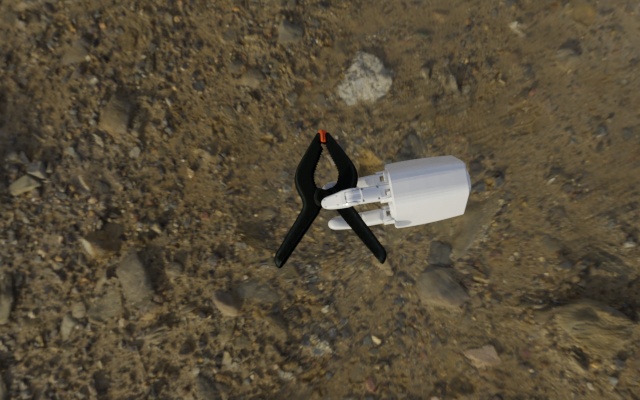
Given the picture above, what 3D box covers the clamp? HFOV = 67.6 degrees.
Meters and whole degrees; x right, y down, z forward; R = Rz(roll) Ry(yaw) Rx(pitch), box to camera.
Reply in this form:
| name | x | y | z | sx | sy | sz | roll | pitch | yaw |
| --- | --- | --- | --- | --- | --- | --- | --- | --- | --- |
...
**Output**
| name | x | y | z | sx | sy | sz | roll | pitch | yaw |
| --- | --- | --- | --- | --- | --- | --- | --- | --- | --- |
| clamp | 0.000 | 0.002 | 0.709 | 0.164 | 0.210 | 0.036 | -10 | -7 | 6 |
